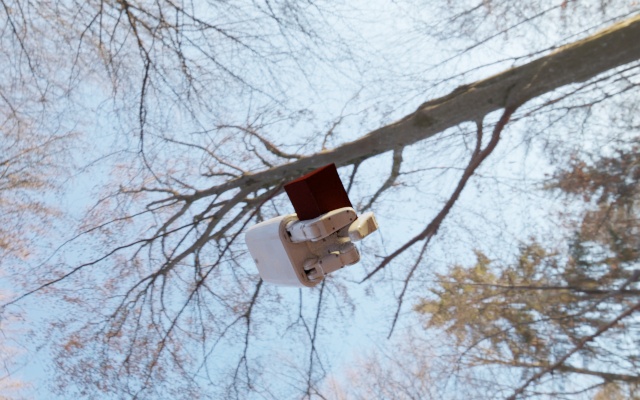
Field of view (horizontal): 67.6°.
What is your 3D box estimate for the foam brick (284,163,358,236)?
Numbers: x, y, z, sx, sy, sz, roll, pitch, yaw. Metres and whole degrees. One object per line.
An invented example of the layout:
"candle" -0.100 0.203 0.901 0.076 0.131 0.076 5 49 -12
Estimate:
"foam brick" 0.000 0.002 0.596 0.053 0.078 0.051 -29 9 -35
